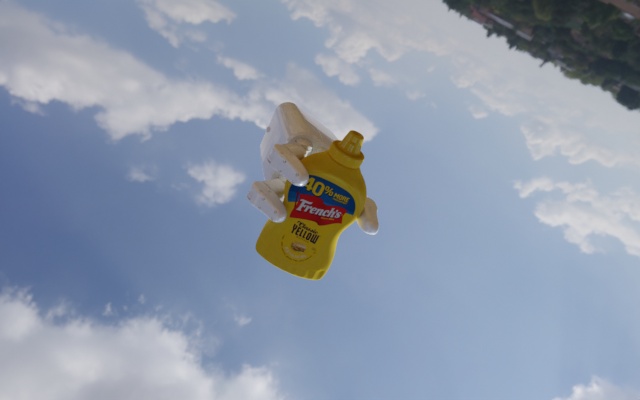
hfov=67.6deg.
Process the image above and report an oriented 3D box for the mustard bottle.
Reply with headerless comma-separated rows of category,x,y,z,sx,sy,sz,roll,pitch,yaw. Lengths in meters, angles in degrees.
mustard bottle,0.000,0.002,0.567,0.096,0.192,0.058,27,27,-3
